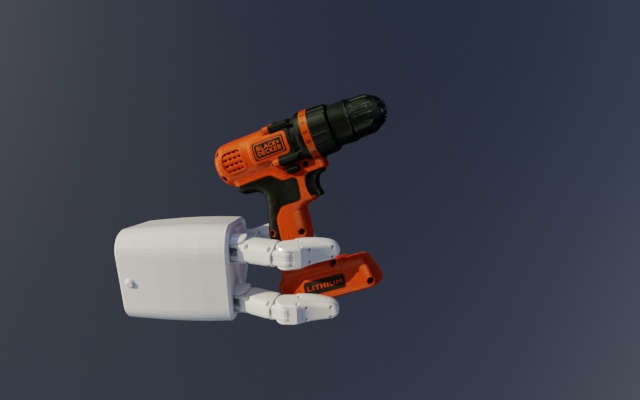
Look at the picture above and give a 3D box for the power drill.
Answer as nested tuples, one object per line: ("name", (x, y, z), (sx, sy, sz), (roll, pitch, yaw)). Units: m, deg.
("power drill", (0.000, 0.002, 0.486), (0.184, 0.187, 0.057), (-18, -1, 16))
